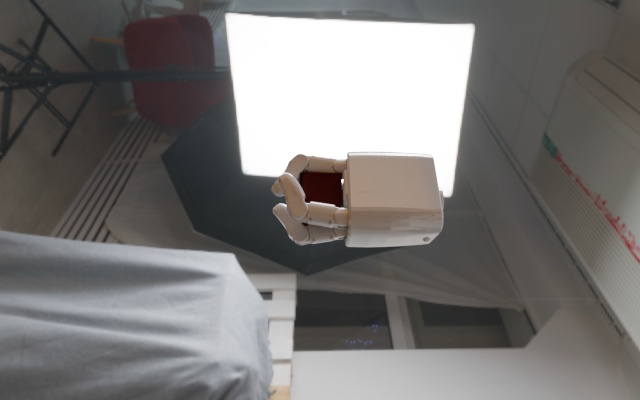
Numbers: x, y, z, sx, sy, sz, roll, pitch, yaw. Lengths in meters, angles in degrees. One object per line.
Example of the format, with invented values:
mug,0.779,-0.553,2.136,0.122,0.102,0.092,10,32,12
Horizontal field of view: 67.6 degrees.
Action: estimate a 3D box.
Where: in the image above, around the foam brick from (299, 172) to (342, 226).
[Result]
foam brick,0.000,0.002,0.598,0.051,0.053,0.078,1,-17,0
